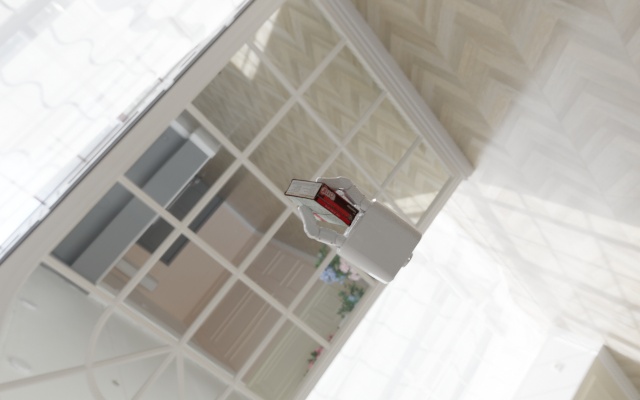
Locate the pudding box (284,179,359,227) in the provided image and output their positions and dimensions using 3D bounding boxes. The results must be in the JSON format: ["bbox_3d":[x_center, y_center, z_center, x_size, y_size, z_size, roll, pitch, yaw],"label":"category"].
[{"bbox_3d":[0.000,0.003,0.831,0.090,0.039,0.113,38,-16,-28],"label":"pudding box"}]
